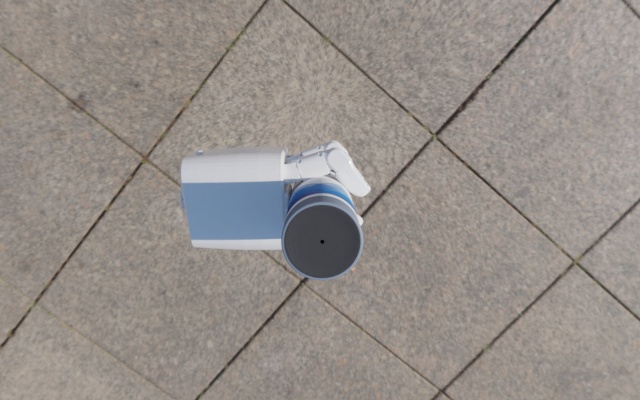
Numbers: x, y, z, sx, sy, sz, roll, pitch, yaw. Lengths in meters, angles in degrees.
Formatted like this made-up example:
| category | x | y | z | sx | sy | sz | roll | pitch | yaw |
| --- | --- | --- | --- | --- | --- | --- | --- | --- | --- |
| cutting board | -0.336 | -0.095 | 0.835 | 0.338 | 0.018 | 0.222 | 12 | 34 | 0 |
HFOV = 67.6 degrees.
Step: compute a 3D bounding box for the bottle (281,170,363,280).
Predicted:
| category | x | y | z | sx | sy | sz | roll | pitch | yaw |
| --- | --- | --- | --- | --- | --- | --- | --- | --- | --- |
| bottle | 0.000 | 0.002 | 0.526 | 0.069 | 0.069 | 0.295 | 0 | 12 | -1 |
